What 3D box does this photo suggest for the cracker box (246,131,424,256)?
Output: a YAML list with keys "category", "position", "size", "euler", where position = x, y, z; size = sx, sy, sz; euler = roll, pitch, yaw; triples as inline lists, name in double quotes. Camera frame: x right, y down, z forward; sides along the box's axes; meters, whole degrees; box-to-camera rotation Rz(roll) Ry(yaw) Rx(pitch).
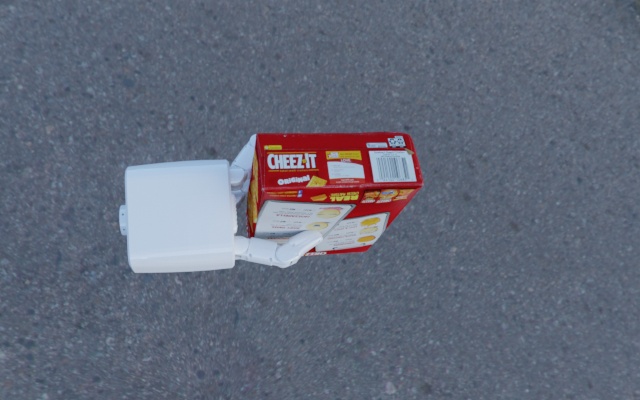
- category: "cracker box"
  position: [0.000, 0.002, 0.558]
  size: [0.164, 0.072, 0.214]
  euler: [-3, -23, -13]
